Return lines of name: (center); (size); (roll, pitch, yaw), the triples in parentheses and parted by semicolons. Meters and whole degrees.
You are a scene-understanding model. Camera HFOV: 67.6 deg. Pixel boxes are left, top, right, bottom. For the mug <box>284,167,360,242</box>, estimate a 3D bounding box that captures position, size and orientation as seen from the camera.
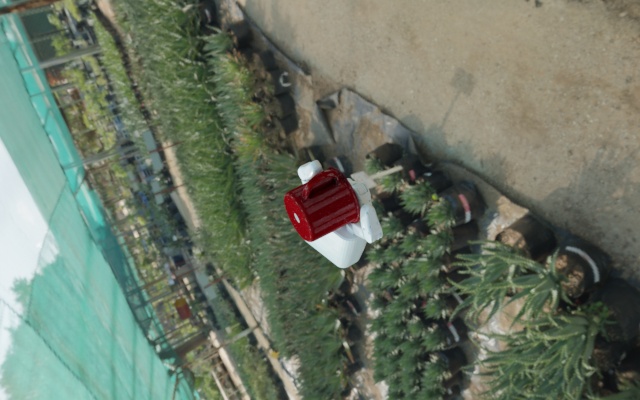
mug: (0.000, 0.002, 0.690); (0.081, 0.093, 0.117); (-27, -30, -20)
